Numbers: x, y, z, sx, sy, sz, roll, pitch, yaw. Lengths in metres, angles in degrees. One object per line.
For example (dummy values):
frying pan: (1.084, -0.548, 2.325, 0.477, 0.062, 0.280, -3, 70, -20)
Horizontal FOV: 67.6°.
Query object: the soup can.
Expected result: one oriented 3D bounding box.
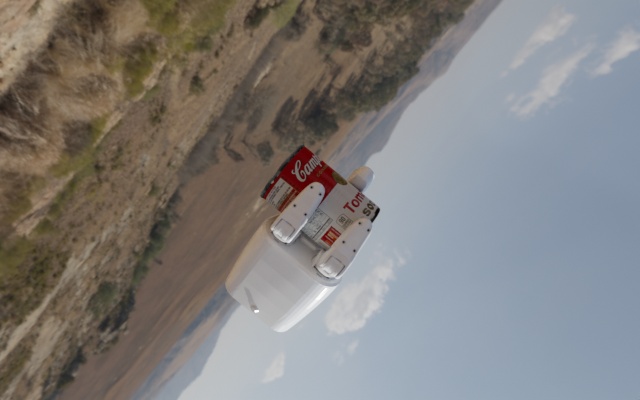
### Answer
soup can: (0.001, 0.001, 0.478, 0.102, 0.068, 0.068, 39, 0, 0)
